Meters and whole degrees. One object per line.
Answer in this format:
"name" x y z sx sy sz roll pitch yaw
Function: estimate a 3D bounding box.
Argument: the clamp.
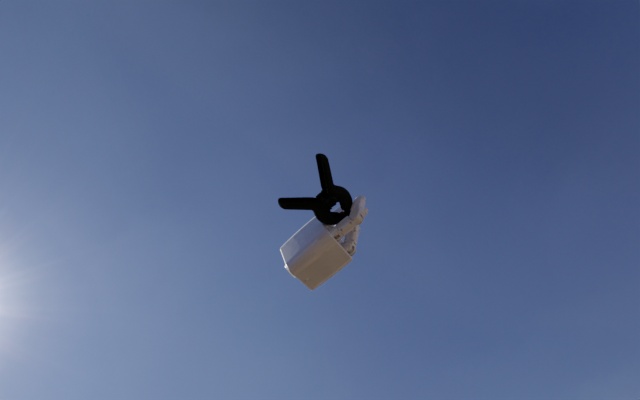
"clamp" 0.000 0.003 0.892 0.171 0.120 0.039 50 2 -40
